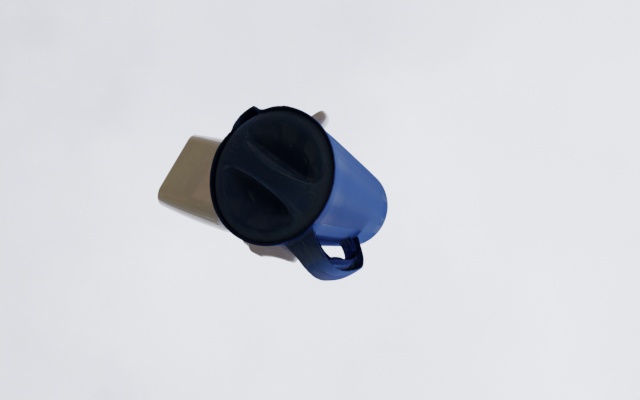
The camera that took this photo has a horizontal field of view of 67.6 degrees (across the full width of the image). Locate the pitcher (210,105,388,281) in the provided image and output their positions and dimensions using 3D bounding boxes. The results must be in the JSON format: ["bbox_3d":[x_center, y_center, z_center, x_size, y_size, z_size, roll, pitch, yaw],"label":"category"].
[{"bbox_3d":[0.000,0.002,0.544,0.145,0.149,0.243,14,-3,25],"label":"pitcher"}]
